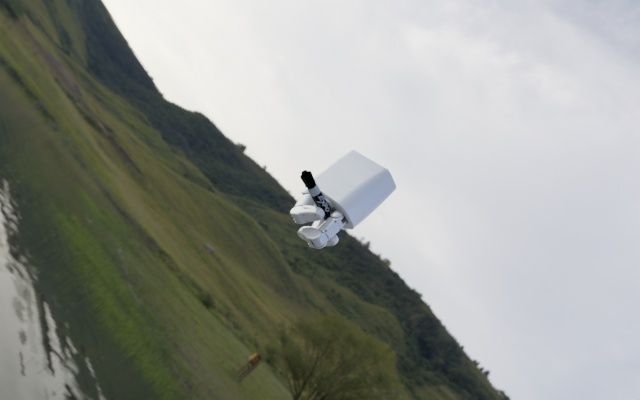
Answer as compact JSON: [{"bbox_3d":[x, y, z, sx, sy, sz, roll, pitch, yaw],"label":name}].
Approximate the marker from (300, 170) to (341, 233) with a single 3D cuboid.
[{"bbox_3d":[0.000,0.002,0.746,0.020,0.121,0.020,-21,31,13],"label":"marker"}]
